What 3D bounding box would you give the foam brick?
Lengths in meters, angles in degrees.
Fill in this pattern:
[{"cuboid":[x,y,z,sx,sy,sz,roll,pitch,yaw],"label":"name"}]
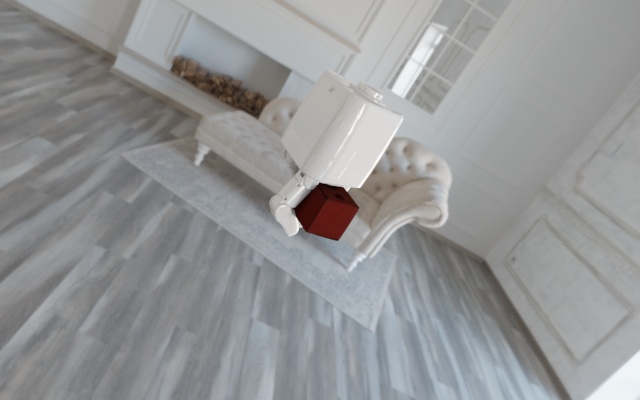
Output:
[{"cuboid":[0.000,0.002,0.583,0.053,0.051,0.078,17,25,-38],"label":"foam brick"}]
